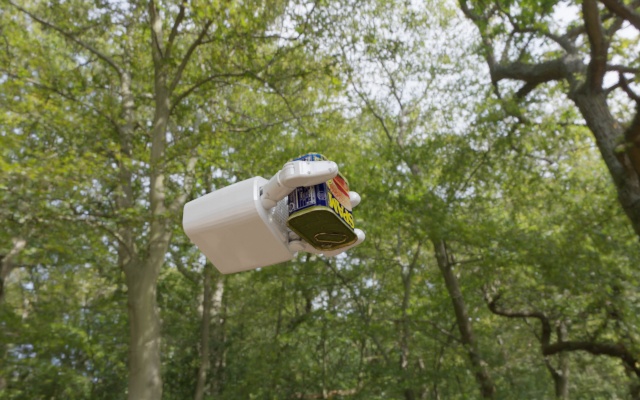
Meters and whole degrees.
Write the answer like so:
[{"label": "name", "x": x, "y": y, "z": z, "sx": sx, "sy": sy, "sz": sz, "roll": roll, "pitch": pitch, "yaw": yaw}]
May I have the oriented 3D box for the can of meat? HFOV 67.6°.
[{"label": "can of meat", "x": 0.000, "y": 0.002, "z": 0.575, "sx": 0.057, "sy": 0.084, "sz": 0.102, "roll": -19, "pitch": -34, "yaw": 20}]
